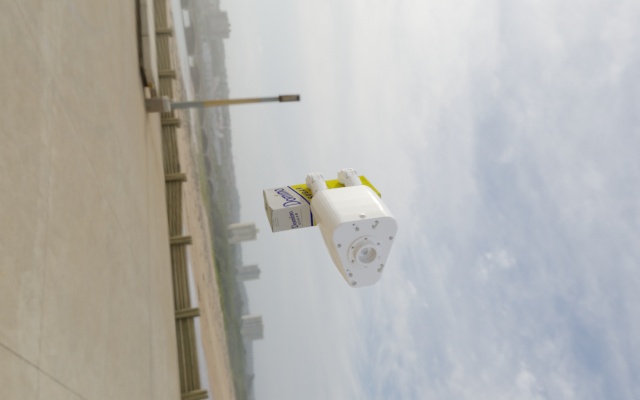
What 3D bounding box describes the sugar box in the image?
[{"bbox_3d":[0.000,0.002,0.773,0.176,0.048,0.093,-7,23,-13],"label":"sugar box"}]
